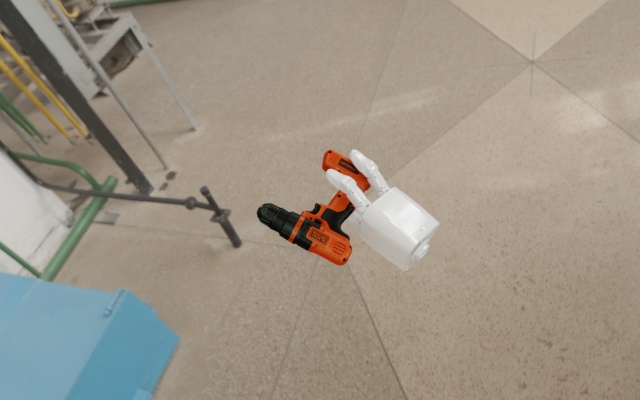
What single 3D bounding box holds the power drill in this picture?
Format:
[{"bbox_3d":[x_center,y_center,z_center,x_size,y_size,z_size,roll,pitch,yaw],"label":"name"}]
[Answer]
[{"bbox_3d":[0.001,0.003,0.874,0.184,0.187,0.057,29,-19,-1],"label":"power drill"}]
